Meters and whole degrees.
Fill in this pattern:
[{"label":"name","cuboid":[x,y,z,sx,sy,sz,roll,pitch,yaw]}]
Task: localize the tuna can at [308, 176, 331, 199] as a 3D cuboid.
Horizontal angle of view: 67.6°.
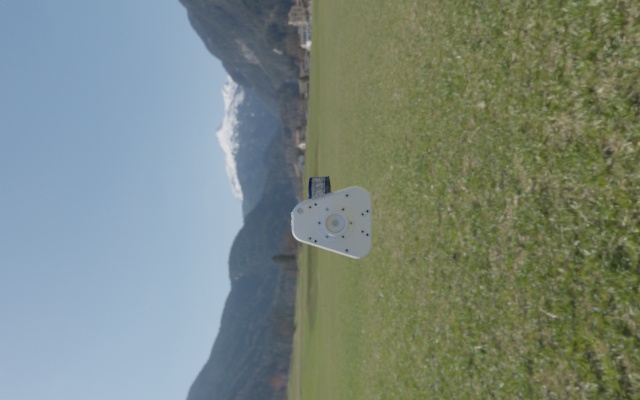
[{"label":"tuna can","cuboid":[0.000,0.003,0.797,0.034,0.086,0.086,-3,0,4]}]
